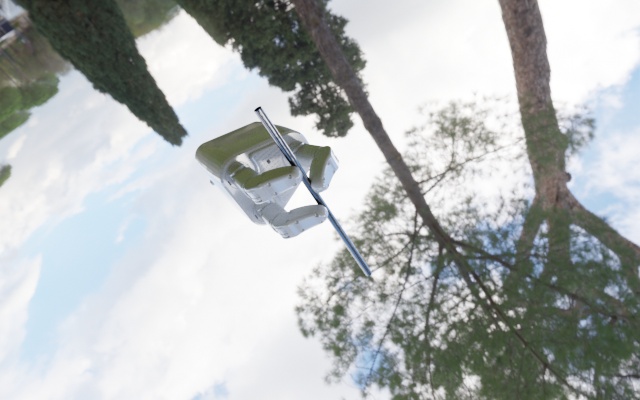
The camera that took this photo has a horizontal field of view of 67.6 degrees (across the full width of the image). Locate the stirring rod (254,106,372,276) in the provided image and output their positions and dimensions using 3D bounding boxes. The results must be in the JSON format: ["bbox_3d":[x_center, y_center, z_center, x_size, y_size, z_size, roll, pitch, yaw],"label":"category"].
[{"bbox_3d":[0.000,0.002,0.494,0.011,0.011,0.240,0,-44,41],"label":"stirring rod"}]
